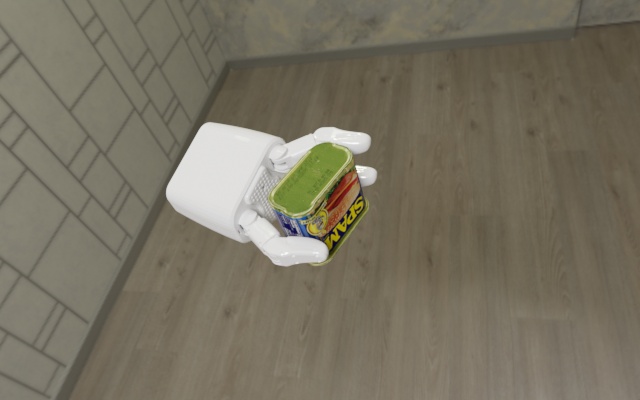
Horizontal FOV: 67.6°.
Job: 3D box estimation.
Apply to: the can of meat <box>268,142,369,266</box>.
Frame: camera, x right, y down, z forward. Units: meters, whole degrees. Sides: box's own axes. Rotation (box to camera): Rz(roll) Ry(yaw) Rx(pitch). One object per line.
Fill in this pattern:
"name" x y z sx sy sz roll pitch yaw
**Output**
"can of meat" 0.000 0.002 0.493 0.057 0.102 0.084 23 -29 32
